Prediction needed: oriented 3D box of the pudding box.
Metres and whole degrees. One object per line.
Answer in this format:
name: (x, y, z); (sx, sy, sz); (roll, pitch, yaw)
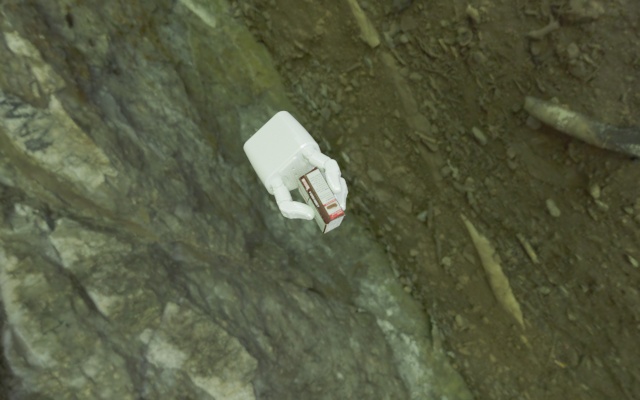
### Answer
pudding box: (0.000, 0.003, 0.782); (0.039, 0.090, 0.113); (-30, -8, -5)
